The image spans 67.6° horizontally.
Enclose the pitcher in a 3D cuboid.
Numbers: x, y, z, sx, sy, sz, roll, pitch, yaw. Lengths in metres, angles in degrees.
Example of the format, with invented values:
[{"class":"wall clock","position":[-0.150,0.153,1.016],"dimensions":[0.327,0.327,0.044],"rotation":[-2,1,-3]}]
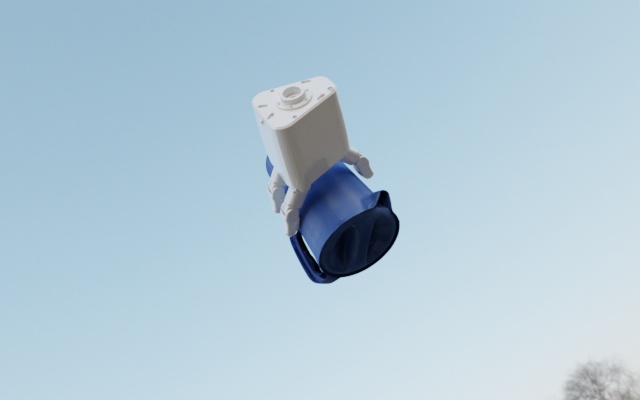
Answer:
[{"class":"pitcher","position":[0.000,0.002,0.758],"dimensions":[0.149,0.145,0.242],"rotation":[-29,48,-9]}]
